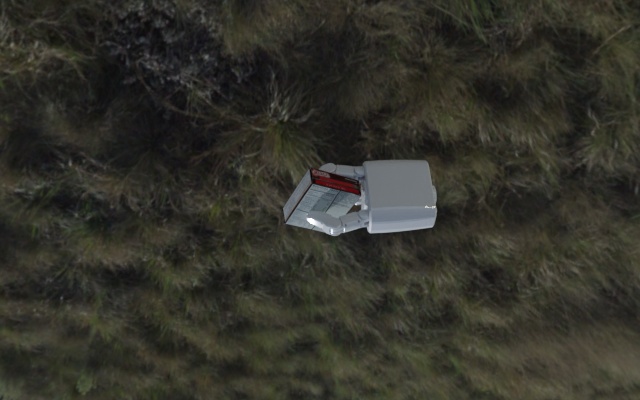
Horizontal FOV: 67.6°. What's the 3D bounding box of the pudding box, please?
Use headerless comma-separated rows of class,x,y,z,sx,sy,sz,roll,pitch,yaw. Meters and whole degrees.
pudding box,0.000,0.003,0.775,0.090,0.039,0.113,14,-46,-23
